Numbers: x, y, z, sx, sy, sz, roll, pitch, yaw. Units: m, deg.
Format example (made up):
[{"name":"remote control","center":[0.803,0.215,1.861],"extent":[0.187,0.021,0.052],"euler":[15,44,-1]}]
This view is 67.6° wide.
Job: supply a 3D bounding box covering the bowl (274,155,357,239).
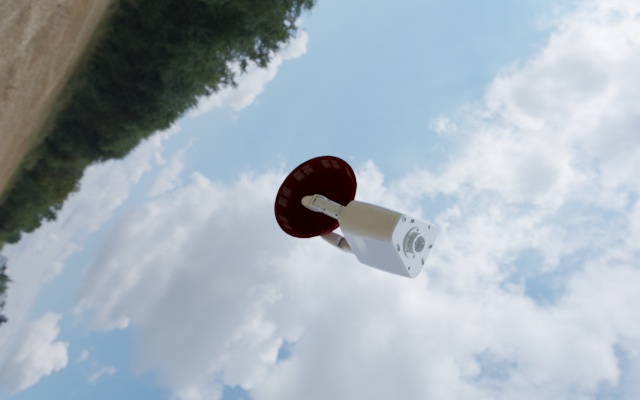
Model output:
[{"name":"bowl","center":[0.000,0.002,0.841],"extent":[0.162,0.162,0.055],"euler":[0,-27,31]}]
